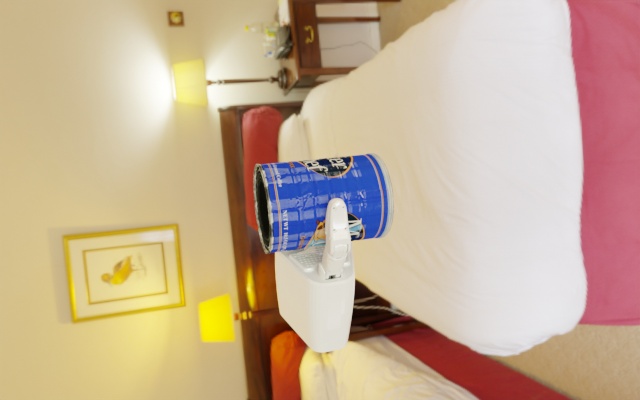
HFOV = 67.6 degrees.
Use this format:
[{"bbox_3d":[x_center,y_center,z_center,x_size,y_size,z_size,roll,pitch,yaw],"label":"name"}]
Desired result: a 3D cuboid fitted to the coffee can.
[{"bbox_3d":[0.000,0.002,0.555,0.140,0.103,0.103,-7,2,-15],"label":"coffee can"}]
